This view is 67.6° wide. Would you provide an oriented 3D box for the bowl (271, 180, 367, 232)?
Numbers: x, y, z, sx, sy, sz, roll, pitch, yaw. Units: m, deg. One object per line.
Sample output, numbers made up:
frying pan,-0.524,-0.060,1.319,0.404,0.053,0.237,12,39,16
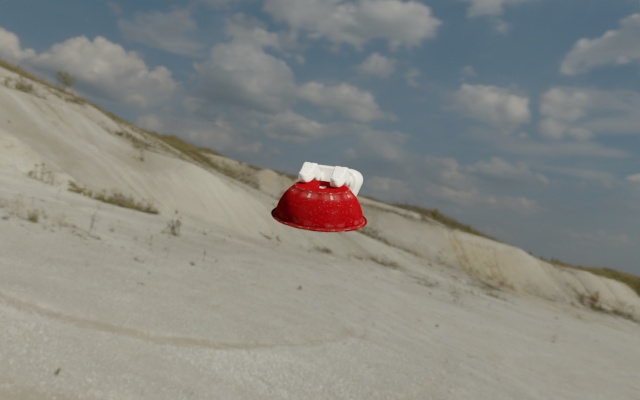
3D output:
bowl,0.000,0.003,0.791,0.162,0.055,0.162,5,15,-1
